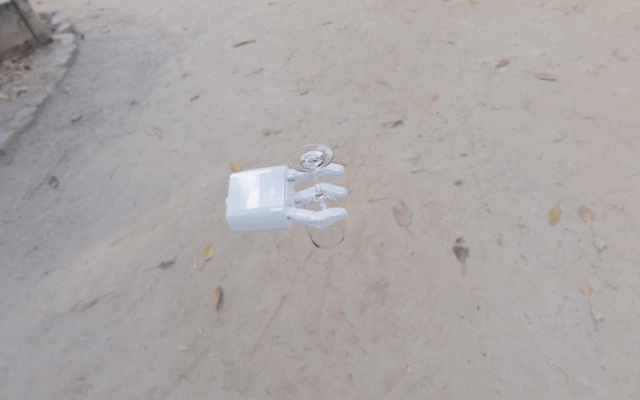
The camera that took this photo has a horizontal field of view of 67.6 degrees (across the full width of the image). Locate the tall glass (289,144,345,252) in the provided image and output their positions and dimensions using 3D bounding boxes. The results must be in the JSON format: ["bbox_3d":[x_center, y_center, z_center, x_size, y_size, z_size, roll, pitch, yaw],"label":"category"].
[{"bbox_3d":[0.000,0.002,0.842,0.079,0.201,0.079,-7,42,6],"label":"tall glass"}]
